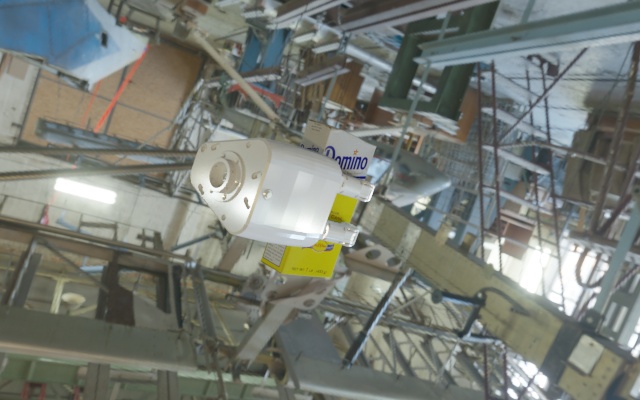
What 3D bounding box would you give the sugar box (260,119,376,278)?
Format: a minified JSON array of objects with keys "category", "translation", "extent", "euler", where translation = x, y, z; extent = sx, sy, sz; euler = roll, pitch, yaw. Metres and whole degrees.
[{"category":"sugar box","translation":[0.000,0.002,0.572],"extent":[0.048,0.176,0.093],"euler":[25,8,41]}]
